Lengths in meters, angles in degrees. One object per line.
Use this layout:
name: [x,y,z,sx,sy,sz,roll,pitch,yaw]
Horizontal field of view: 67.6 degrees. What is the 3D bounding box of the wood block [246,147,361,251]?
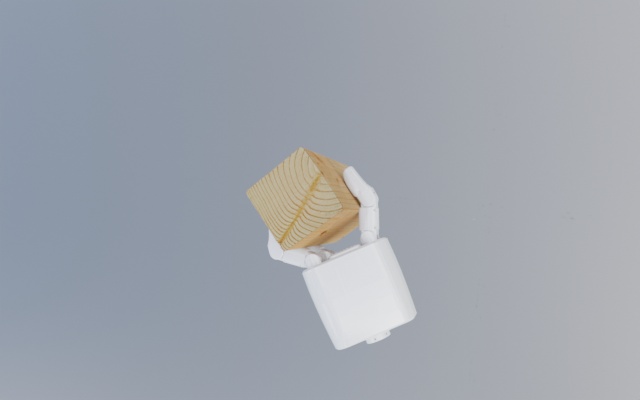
wood block: [0.001,0.002,0.644,0.091,0.090,0.206,-37,-12,13]
